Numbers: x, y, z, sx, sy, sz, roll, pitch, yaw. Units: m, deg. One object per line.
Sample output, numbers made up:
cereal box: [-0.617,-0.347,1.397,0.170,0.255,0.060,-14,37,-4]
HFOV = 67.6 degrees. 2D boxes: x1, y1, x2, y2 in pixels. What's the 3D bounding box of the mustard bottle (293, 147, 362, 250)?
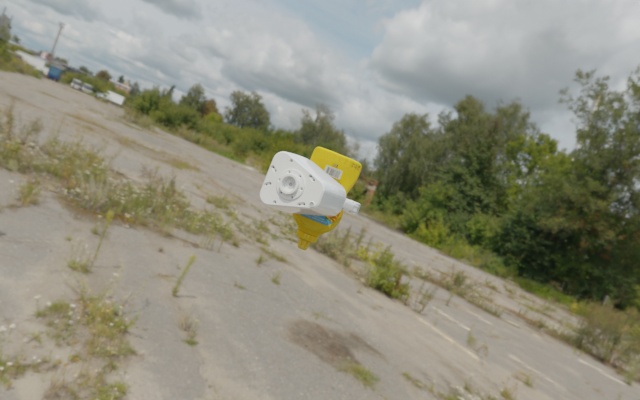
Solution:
mustard bottle: [0.000,0.003,0.900,0.096,0.191,0.058,22,3,-3]
